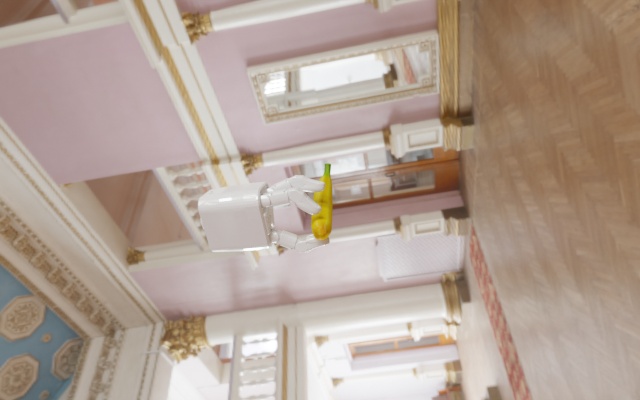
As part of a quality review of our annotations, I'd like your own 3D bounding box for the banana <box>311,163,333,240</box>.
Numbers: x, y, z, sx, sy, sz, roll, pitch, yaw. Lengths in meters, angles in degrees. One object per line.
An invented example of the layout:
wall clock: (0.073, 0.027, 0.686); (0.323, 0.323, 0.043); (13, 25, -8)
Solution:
banana: (0.002, 0.015, 0.845); (0.037, 0.070, 0.197); (-3, 38, 5)
